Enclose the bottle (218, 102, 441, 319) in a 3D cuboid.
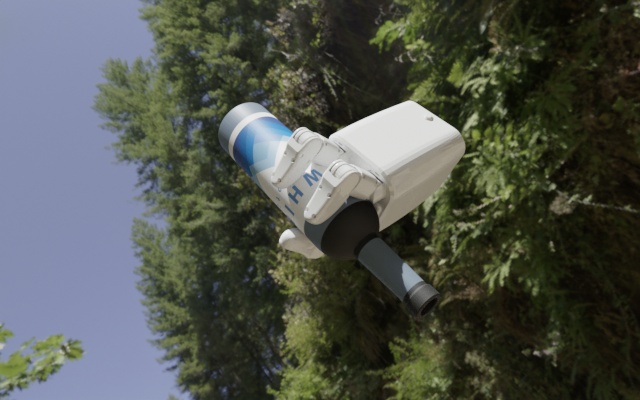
[{"bbox_3d":[0.000,0.001,0.468,0.069,0.069,0.295,0,35,-47],"label":"bottle"}]
